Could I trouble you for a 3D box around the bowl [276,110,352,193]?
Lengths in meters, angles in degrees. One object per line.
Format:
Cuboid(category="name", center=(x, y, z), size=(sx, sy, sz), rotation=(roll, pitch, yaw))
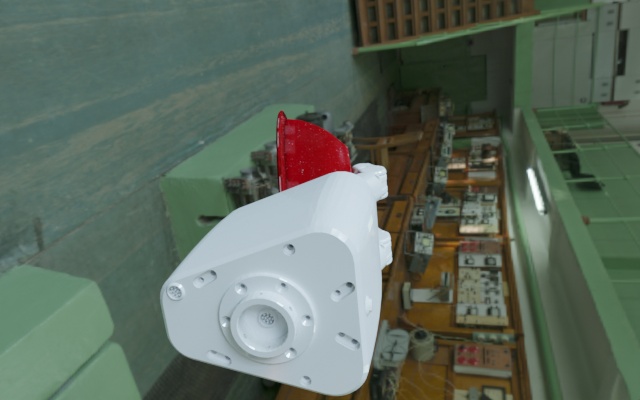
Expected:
Cuboid(category="bowl", center=(0.000, 0.001, 0.414), size=(0.055, 0.162, 0.162), rotation=(-6, 0, 1))
